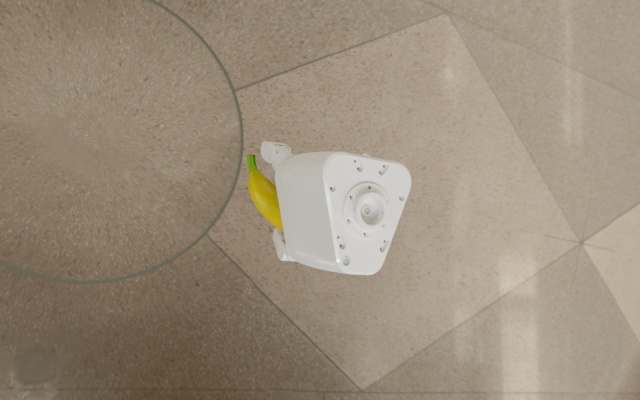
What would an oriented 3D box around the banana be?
[{"bbox_3d":[-0.009,0.017,0.574,0.198,0.069,0.037,29,-18,-22],"label":"banana"}]
